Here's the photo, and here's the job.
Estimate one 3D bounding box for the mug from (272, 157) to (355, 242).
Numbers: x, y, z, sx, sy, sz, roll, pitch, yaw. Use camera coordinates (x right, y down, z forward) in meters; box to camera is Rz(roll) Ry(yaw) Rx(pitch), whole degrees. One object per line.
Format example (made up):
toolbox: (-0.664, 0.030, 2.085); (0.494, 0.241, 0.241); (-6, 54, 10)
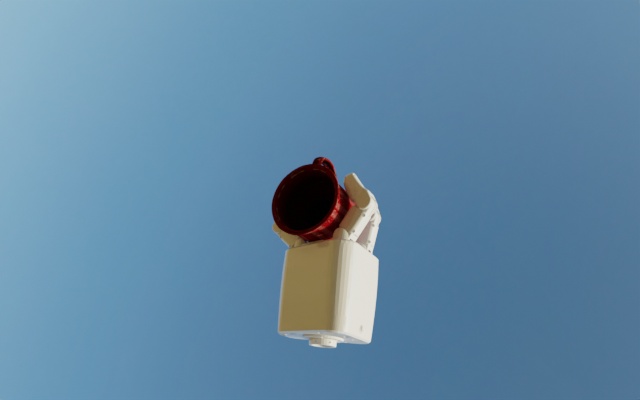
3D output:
mug: (0.000, 0.001, 0.608); (0.093, 0.117, 0.081); (-7, -26, 28)
